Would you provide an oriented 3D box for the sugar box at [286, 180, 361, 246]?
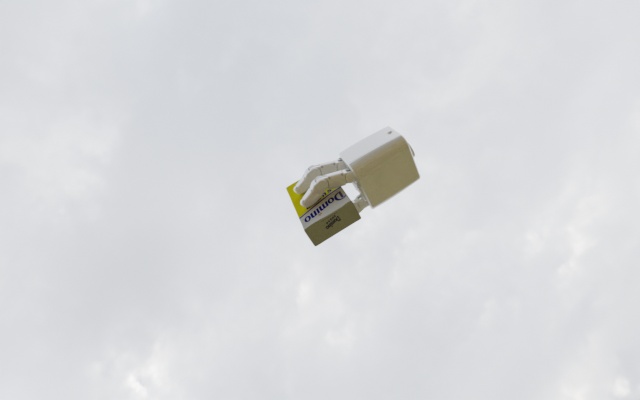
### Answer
[{"bbox_3d":[0.000,0.002,0.848,0.093,0.048,0.176,-32,26,0],"label":"sugar box"}]
